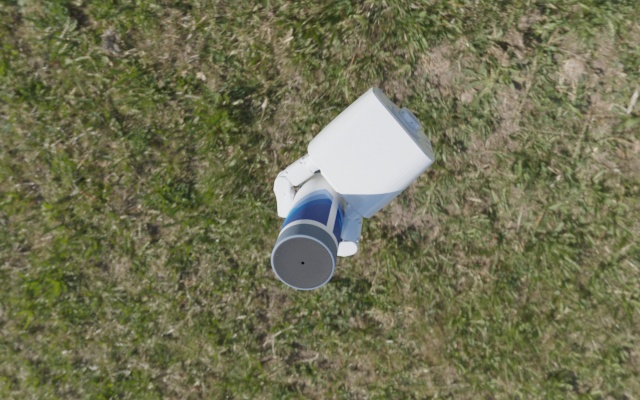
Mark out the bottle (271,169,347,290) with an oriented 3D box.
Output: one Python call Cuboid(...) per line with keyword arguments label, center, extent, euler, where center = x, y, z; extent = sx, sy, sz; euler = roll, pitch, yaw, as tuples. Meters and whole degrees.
Cuboid(label="bottle", center=(0.000, 0.002, 0.617), extent=(0.069, 0.069, 0.295), euler=(0, 25, 8))
